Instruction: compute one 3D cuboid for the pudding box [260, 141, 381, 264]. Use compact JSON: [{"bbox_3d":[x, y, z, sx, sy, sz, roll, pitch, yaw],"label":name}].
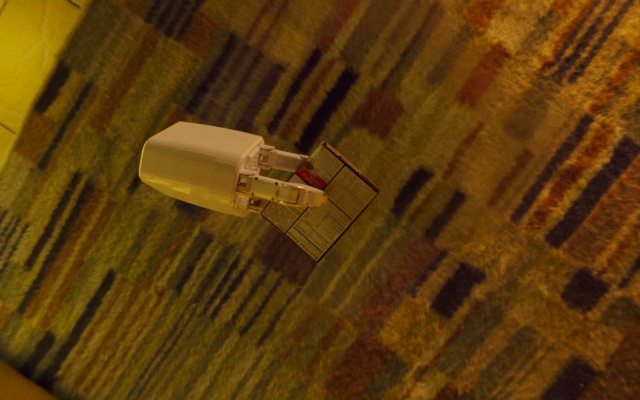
[{"bbox_3d":[0.000,0.002,0.550,0.090,0.113,0.039,41,9,-1],"label":"pudding box"}]
